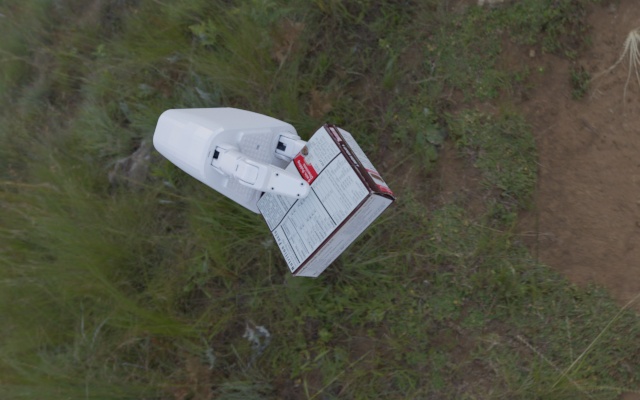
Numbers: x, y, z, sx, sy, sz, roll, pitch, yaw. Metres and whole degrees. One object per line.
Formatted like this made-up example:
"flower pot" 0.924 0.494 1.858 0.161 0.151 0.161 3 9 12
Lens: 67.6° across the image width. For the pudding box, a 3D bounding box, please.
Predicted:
"pudding box" 0.000 0.001 0.430 0.039 0.090 0.113 9 -50 -48
